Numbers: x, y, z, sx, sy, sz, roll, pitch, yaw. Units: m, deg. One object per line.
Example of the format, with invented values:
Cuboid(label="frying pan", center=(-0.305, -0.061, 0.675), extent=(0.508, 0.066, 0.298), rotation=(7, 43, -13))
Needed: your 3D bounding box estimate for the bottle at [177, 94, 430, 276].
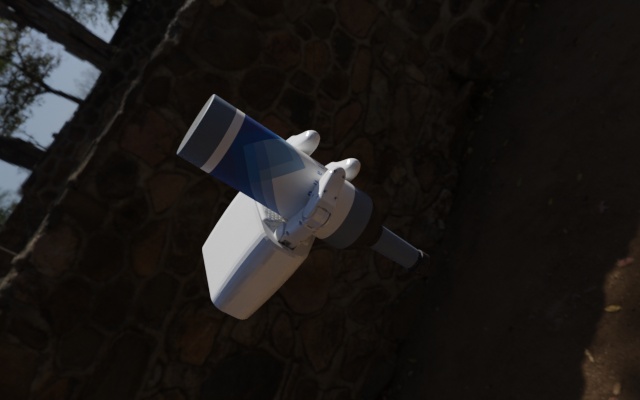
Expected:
Cuboid(label="bottle", center=(0.000, 0.001, 0.496), extent=(0.296, 0.069, 0.069), rotation=(32, -13, -21))
